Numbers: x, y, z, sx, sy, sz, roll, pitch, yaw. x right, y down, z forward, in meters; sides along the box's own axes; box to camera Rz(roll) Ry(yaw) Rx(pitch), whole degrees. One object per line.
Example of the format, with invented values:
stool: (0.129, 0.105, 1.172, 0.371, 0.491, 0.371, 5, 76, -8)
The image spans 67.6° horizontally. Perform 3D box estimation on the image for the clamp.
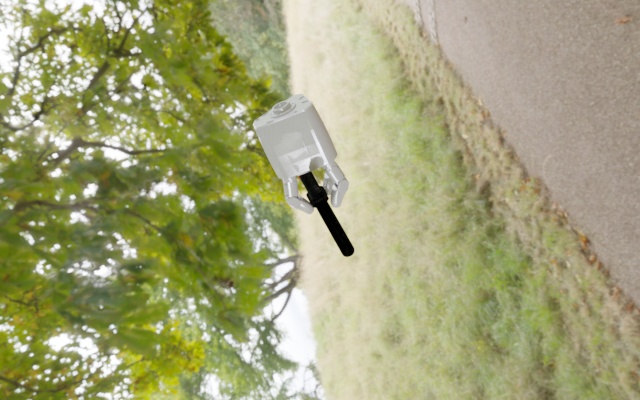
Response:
clamp: (-0.001, 0.003, 0.892, 0.036, 0.165, 0.210, -28, 31, -1)
